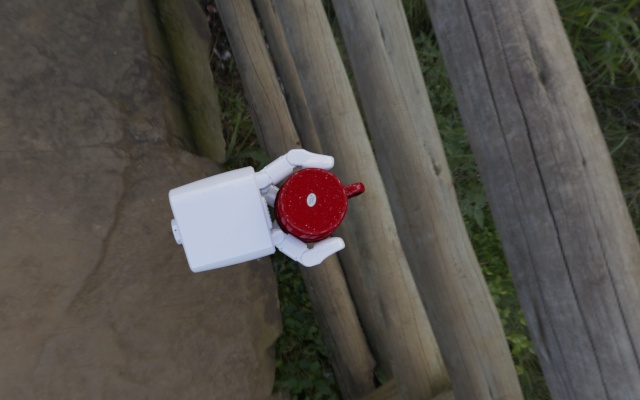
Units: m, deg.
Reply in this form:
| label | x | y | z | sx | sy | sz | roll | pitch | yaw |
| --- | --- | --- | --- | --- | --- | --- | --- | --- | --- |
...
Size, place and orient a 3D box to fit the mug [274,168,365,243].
| label | x | y | z | sx | sy | sz | roll | pitch | yaw |
| --- | --- | --- | --- | --- | --- | --- | --- | --- | --- |
| mug | 0.002 | 0.002 | 0.592 | 0.117 | 0.093 | 0.081 | -16 | -5 | -7 |
